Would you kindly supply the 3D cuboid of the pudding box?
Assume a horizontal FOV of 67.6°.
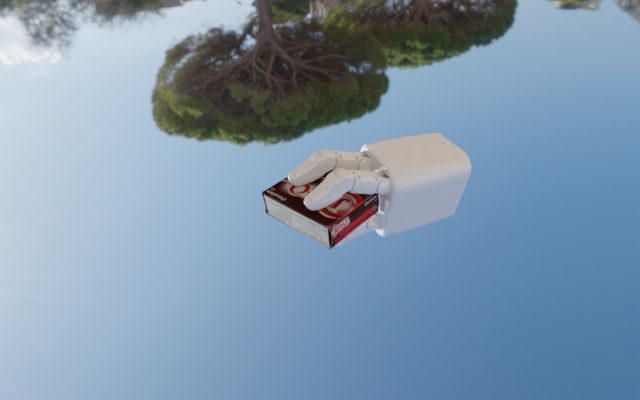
[{"bbox_3d":[0.000,0.002,0.575,0.113,0.039,0.090,24,44,37],"label":"pudding box"}]
